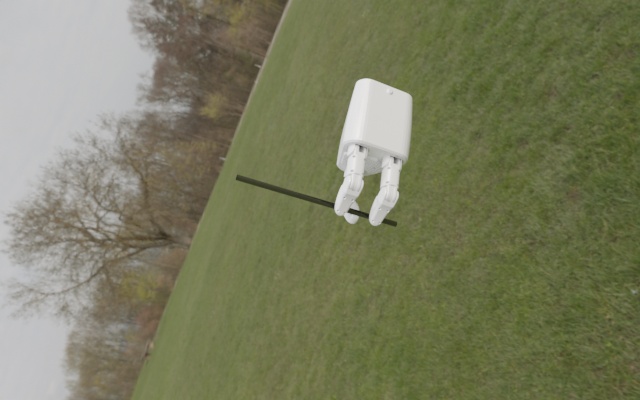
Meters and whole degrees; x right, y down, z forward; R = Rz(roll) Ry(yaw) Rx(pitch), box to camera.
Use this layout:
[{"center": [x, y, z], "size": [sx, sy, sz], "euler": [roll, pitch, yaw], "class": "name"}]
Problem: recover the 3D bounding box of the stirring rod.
[{"center": [0.000, 0.002, 0.662], "size": [0.239, 0.011, 0.011], "euler": [17, -5, -17], "class": "stirring rod"}]
